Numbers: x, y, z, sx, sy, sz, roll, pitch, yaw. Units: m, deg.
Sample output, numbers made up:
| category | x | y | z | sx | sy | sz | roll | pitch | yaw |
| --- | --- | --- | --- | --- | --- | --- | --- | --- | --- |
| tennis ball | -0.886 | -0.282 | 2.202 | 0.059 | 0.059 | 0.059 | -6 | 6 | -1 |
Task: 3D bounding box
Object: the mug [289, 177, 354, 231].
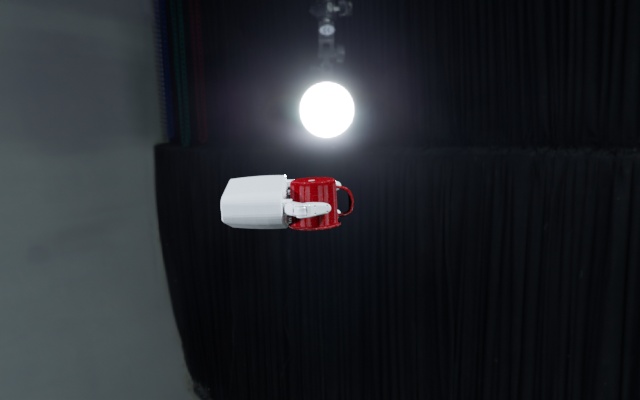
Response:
| category | x | y | z | sx | sy | sz | roll | pitch | yaw |
| --- | --- | --- | --- | --- | --- | --- | --- | --- | --- |
| mug | 0.002 | 0.003 | 0.843 | 0.117 | 0.081 | 0.093 | -2 | 9 | 0 |
